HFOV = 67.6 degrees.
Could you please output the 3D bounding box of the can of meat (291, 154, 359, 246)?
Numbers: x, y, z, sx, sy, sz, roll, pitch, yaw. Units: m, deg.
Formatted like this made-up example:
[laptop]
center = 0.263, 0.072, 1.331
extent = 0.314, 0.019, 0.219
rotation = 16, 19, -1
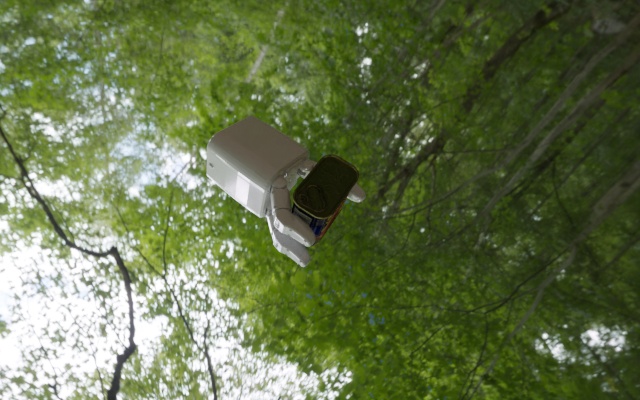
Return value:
[can of meat]
center = 0.000, 0.002, 0.645
extent = 0.057, 0.102, 0.084
rotation = 32, -35, 8
